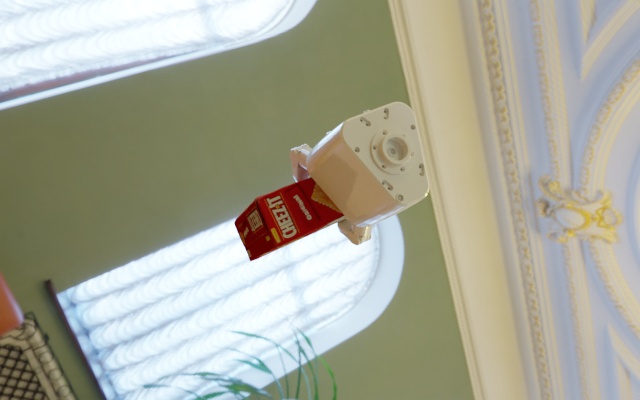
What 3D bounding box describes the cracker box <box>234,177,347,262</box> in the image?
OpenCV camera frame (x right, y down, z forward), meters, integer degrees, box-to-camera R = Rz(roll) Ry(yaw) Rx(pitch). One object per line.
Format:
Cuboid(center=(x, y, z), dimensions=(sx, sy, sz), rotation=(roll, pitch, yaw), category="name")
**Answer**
Cuboid(center=(0.000, 0.002, 0.654), dimensions=(0.213, 0.072, 0.164), rotation=(-24, -4, -22), category="cracker box")
